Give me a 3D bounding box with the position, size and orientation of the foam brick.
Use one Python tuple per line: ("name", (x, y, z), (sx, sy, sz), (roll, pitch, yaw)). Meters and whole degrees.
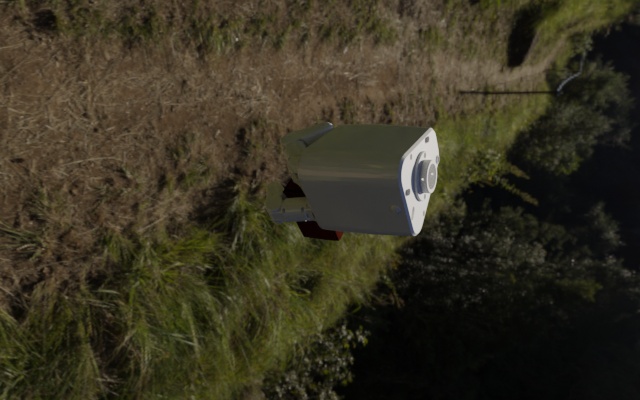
("foam brick", (0.000, 0.002, 0.561), (0.051, 0.078, 0.053), (4, 45, 30))
